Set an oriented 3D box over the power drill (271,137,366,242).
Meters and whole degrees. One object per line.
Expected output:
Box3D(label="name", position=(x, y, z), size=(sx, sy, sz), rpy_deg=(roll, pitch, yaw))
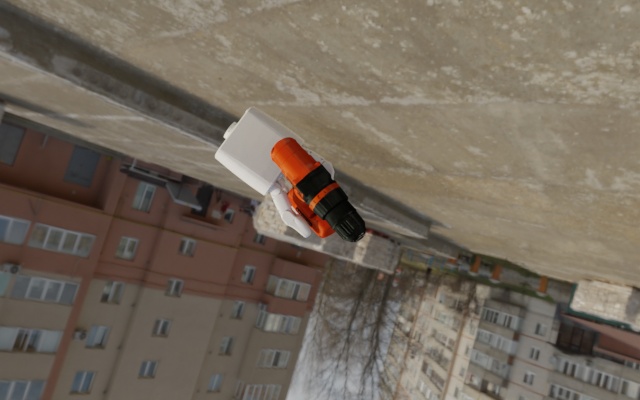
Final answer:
Box3D(label="power drill", position=(0.000, 0.002, 0.743), size=(0.057, 0.184, 0.188), rpy_deg=(-37, -13, -10))
